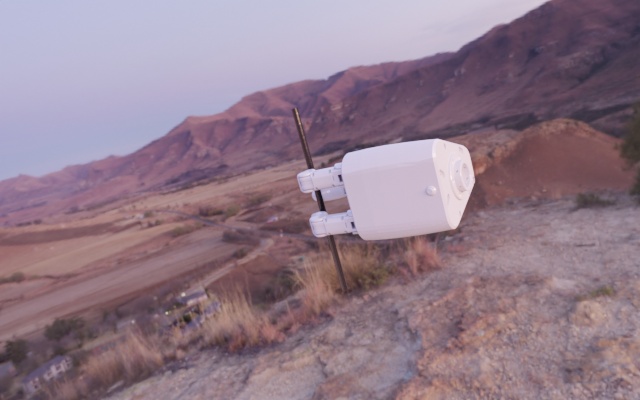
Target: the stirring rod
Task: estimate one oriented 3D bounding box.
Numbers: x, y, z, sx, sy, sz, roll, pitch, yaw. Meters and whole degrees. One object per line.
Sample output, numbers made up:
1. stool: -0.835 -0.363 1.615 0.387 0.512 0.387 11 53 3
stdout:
1. stirring rod: 0.000 0.002 0.602 0.011 0.239 0.011 -15 10 3
